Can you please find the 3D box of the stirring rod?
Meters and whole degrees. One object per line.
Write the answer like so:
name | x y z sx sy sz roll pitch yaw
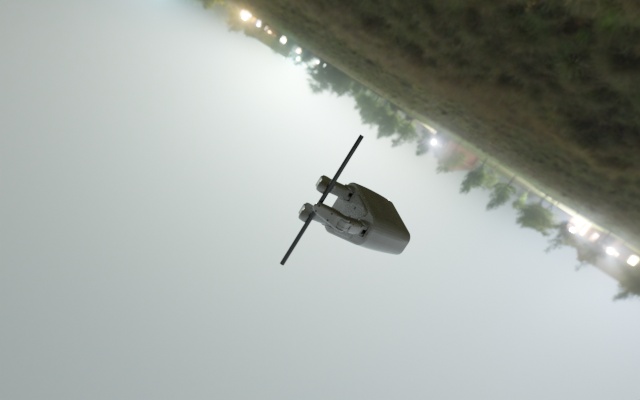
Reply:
stirring rod | 0.000 0.002 0.739 0.011 0.239 0.011 30 13 -8
